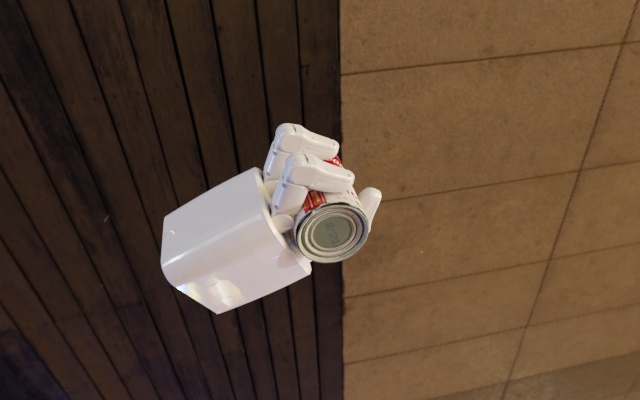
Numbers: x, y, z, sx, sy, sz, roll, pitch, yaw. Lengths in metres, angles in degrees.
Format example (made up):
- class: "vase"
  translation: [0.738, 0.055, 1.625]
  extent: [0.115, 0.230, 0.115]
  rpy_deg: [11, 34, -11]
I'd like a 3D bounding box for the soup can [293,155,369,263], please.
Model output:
- class: "soup can"
  translation: [0.001, 0.002, 0.453]
  extent: [0.068, 0.068, 0.102]
  rpy_deg: [0, 35, -15]
